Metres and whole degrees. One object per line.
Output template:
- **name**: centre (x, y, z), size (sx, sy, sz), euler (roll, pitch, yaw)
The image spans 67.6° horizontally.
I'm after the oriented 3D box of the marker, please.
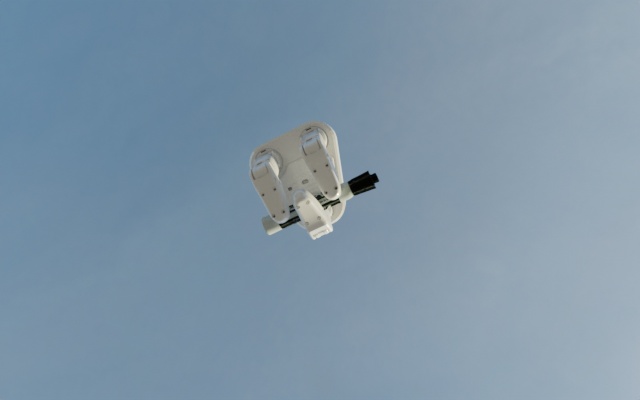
- **marker**: centre (0.000, 0.002, 0.467), size (0.121, 0.020, 0.020), euler (-24, -3, 7)
